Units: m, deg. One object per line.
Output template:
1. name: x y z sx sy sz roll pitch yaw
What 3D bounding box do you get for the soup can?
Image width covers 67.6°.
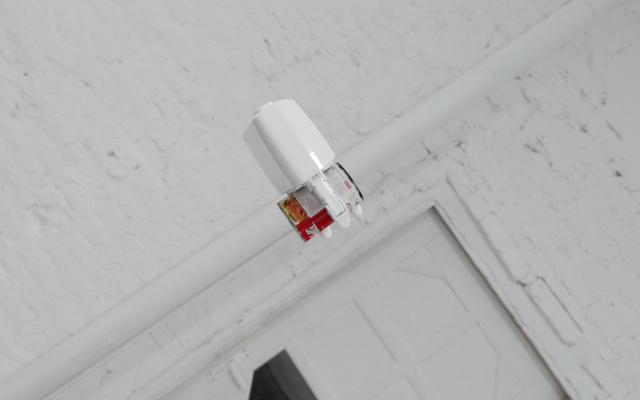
1. soup can: 0.001 0.002 0.661 0.102 0.068 0.068 -35 2 -3
